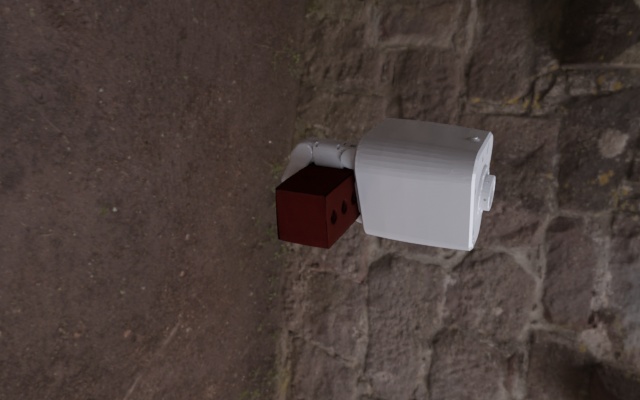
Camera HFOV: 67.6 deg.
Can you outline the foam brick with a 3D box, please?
[{"bbox_3d":[0.000,0.002,0.443,0.051,0.053,0.078,10,28,25],"label":"foam brick"}]
